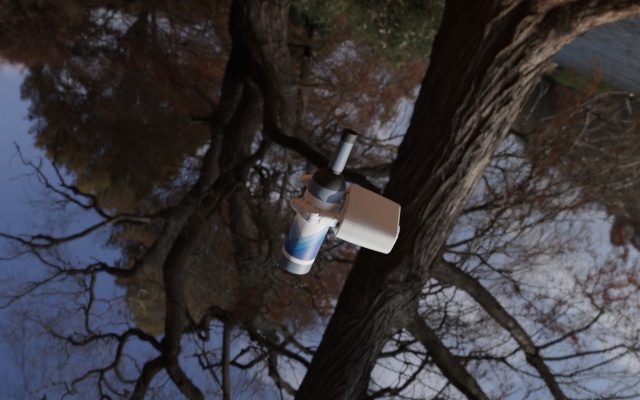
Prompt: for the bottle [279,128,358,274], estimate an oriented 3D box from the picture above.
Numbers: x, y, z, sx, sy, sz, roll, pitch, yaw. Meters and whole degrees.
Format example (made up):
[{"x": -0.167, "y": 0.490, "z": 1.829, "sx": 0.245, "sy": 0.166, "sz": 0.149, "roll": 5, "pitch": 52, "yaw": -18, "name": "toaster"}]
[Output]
[{"x": 0.000, "y": 0.003, "z": 0.892, "sx": 0.069, "sy": 0.296, "sz": 0.069, "roll": 19, "pitch": 25, "yaw": -9, "name": "bottle"}]
